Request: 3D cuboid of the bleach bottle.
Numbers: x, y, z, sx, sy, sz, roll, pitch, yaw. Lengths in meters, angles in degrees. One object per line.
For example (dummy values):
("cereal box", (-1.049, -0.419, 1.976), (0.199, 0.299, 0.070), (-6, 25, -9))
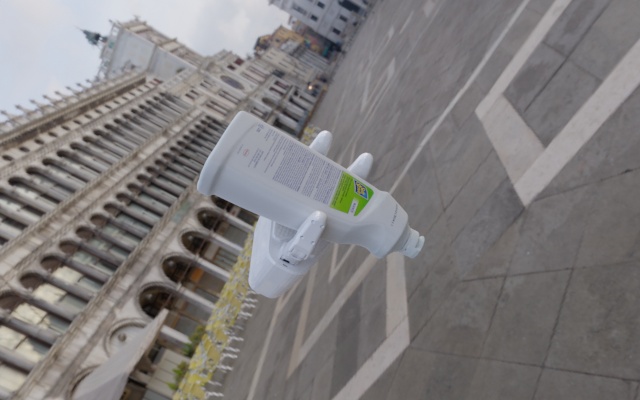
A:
("bleach bottle", (0.000, 0.002, 0.530), (0.251, 0.102, 0.068), (28, -37, -7))
